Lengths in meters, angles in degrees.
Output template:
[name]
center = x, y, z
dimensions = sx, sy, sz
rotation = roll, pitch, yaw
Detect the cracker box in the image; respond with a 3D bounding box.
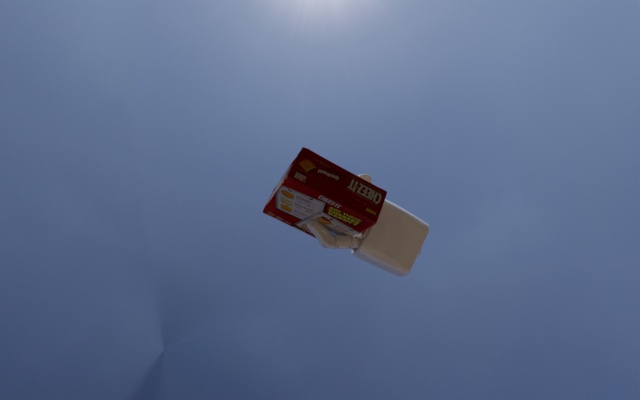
[cracker box]
center = 0.000, 0.003, 0.862
dimensions = 0.164, 0.072, 0.214
rotation = 27, -23, -9
